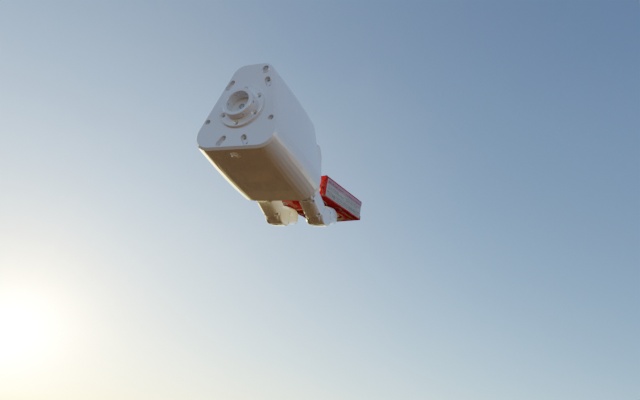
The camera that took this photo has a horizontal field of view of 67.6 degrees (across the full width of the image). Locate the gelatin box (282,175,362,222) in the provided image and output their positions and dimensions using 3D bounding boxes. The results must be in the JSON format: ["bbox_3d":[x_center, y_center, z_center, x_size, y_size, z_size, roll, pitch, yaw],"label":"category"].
[{"bbox_3d":[0.000,0.002,0.620,0.073,0.030,0.089,-7,-26,34],"label":"gelatin box"}]
